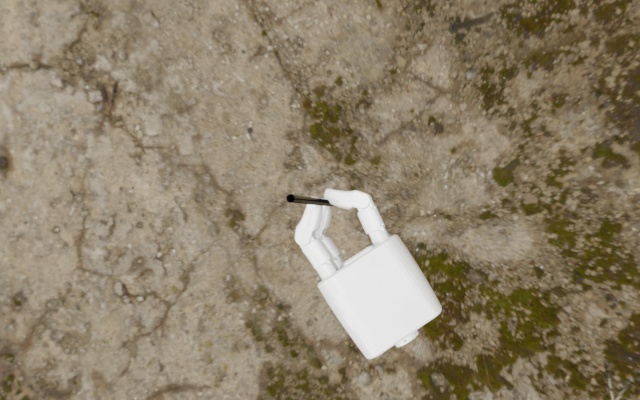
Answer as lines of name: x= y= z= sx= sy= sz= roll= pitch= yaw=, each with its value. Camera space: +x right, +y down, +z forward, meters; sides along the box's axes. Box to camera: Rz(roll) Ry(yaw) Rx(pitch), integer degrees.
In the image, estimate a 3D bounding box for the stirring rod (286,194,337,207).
stirring rod: x=0.000 y=0.002 z=0.562 sx=0.011 sy=0.011 sz=0.239 roll=0 pitch=-2 yaw=14
